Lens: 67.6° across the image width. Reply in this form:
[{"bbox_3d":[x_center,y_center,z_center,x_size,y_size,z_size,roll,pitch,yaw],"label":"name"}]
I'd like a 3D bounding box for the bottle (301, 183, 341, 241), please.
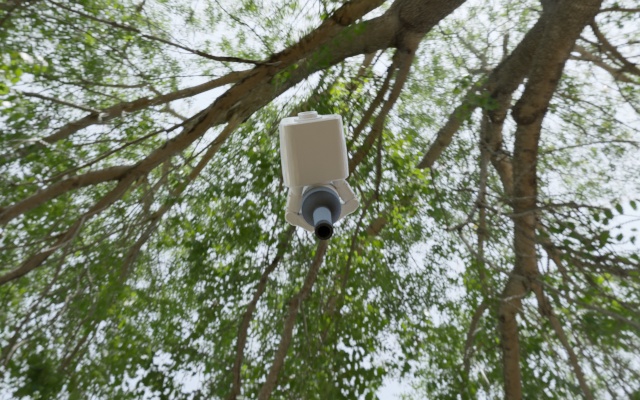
[{"bbox_3d":[0.000,0.003,0.820,0.069,0.069,0.295,0,17,-2],"label":"bottle"}]
